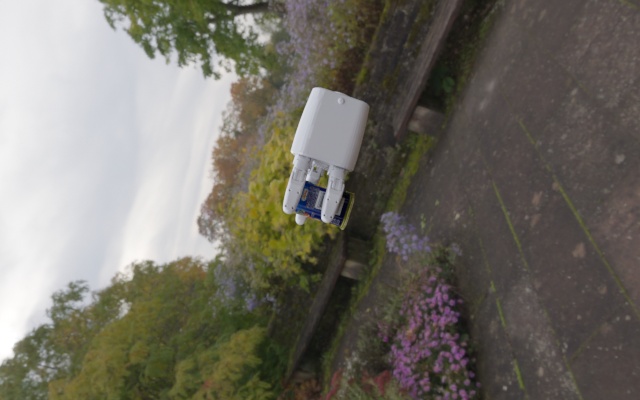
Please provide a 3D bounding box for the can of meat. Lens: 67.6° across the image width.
[{"bbox_3d":[0.000,0.002,0.739,0.084,0.057,0.102,17,2,-6],"label":"can of meat"}]
